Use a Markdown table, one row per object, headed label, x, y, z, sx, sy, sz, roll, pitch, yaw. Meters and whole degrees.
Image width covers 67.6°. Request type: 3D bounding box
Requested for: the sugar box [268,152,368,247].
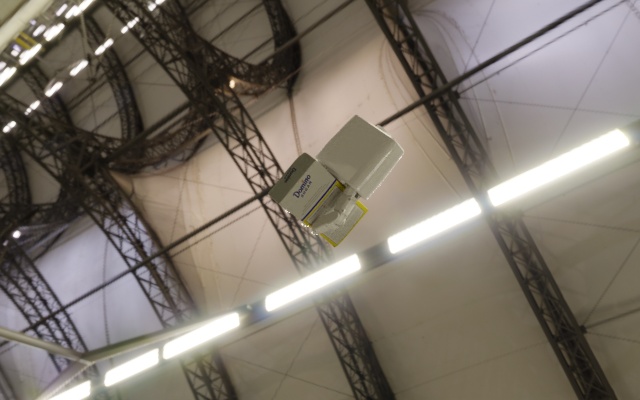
| label | x | y | z | sx | sy | sz | roll | pitch | yaw |
| --- | --- | --- | --- | --- | --- | --- | --- | --- | --- |
| sugar box | 0.000 | 0.002 | 0.817 | 0.176 | 0.093 | 0.048 | 42 | -2 | -42 |
